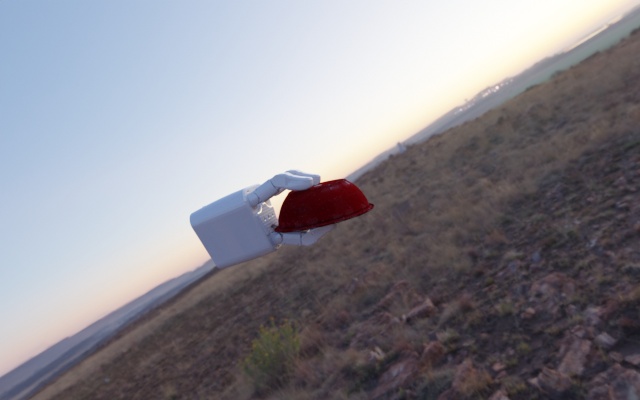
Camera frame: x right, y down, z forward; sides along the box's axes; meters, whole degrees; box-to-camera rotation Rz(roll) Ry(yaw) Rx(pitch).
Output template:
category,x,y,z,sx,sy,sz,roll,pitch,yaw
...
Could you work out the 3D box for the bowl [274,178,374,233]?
category,x,y,z,sx,sy,sz,roll,pitch,yaw
bowl,0.001,0.002,0.749,0.162,0.055,0.162,-13,6,1
